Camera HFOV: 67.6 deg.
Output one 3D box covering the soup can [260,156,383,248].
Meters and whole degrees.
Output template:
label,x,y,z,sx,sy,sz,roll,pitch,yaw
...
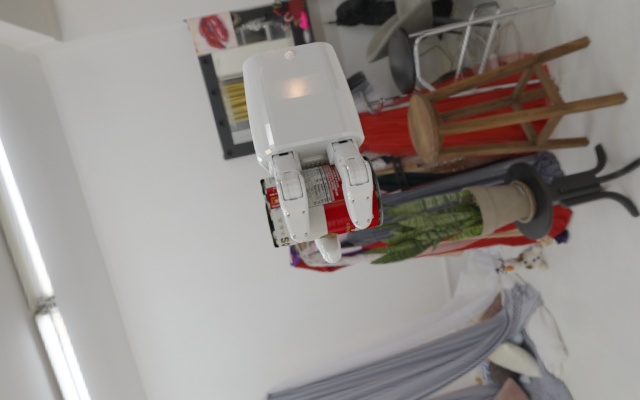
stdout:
label,x,y,z,sx,sy,sz,roll,pitch,yaw
soup can,0.000,0.002,0.447,0.102,0.068,0.068,-12,1,-5
